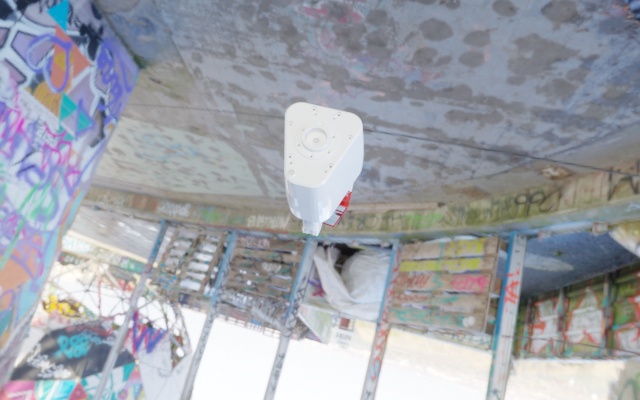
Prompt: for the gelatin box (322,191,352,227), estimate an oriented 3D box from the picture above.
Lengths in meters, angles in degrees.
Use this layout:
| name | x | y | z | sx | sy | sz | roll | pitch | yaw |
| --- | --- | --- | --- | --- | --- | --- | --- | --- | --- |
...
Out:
| name | x | y | z | sx | sy | sz | roll | pitch | yaw |
| --- | --- | --- | --- | --- | --- | --- | --- | --- | --- |
| gelatin box | 0.000 | 0.003 | 0.714 | 0.073 | 0.030 | 0.089 | 19 | -25 | -4 |
